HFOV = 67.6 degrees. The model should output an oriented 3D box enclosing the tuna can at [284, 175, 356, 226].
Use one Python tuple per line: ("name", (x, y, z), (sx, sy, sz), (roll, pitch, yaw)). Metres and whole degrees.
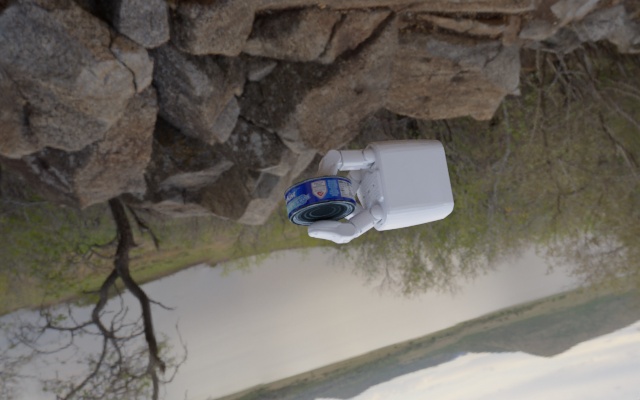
("tuna can", (0.000, 0.002, 0.586), (0.086, 0.033, 0.086), (-10, -20, -4))
